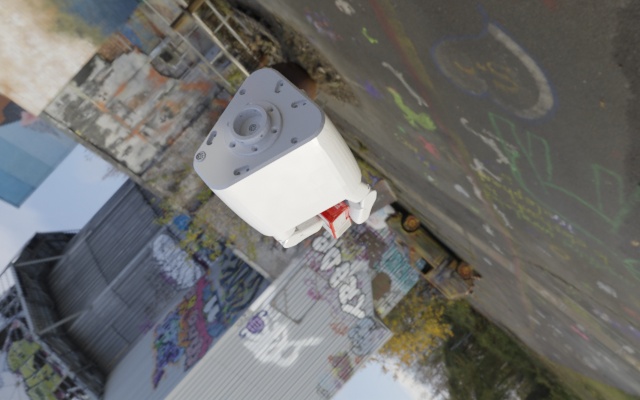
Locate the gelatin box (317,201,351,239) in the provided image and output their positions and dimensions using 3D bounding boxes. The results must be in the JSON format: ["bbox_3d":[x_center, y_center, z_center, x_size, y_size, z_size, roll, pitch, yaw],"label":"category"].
[{"bbox_3d":[0.000,0.002,0.550,0.073,0.030,0.089,44,-7,15],"label":"gelatin box"}]
